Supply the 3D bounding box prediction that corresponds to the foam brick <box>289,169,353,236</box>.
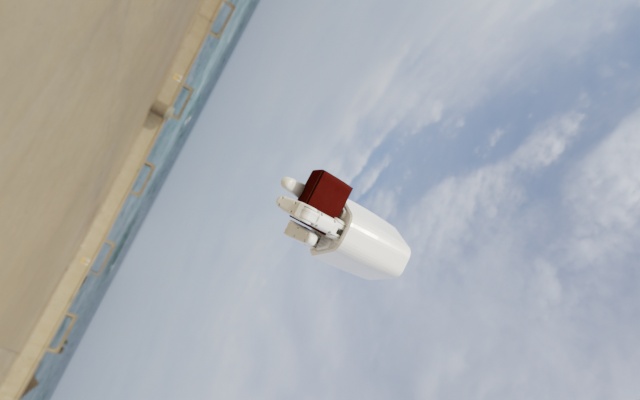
[{"bbox_3d":[0.000,0.002,0.667,0.051,0.078,0.053,28,-3,-16],"label":"foam brick"}]
